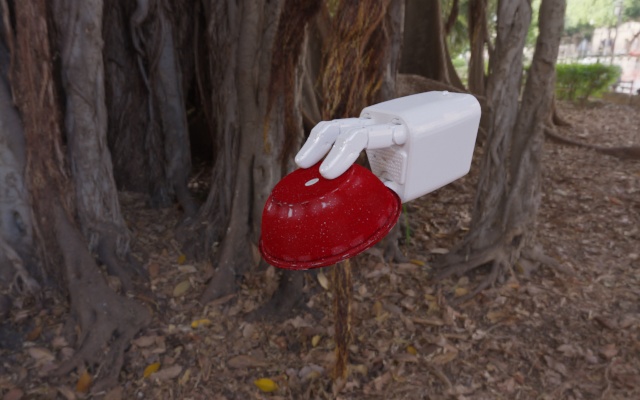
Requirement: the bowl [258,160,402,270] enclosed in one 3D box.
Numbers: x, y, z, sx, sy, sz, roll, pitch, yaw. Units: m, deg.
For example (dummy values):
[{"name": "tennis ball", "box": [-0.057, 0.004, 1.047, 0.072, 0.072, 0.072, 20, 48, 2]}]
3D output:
[{"name": "bowl", "box": [-0.001, 0.002, 0.502, 0.162, 0.055, 0.162, -17, 27, 9]}]
